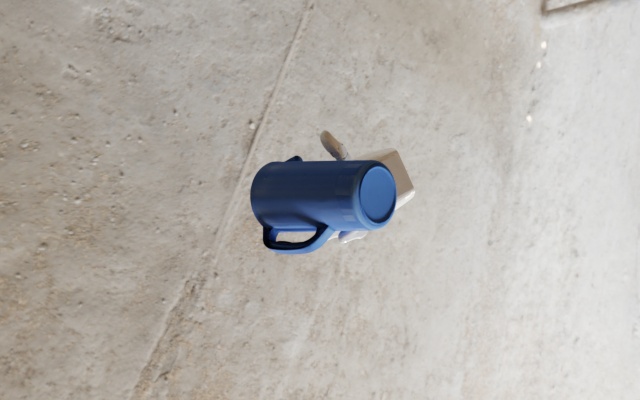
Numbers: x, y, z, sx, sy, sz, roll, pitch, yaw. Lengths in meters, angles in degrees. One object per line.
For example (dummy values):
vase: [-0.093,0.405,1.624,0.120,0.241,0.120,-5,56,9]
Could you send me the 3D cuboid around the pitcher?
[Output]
pitcher: [0.000,0.003,0.802,0.243,0.149,0.145,0,18,46]
